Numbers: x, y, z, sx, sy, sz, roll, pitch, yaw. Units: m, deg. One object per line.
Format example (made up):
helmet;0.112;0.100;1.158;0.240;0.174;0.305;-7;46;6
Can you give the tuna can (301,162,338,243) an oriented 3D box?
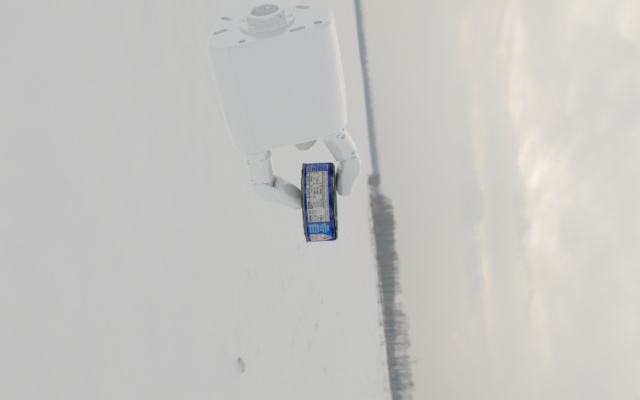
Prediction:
tuna can;0.001;0.002;0.512;0.034;0.086;0.086;-3;0;4
